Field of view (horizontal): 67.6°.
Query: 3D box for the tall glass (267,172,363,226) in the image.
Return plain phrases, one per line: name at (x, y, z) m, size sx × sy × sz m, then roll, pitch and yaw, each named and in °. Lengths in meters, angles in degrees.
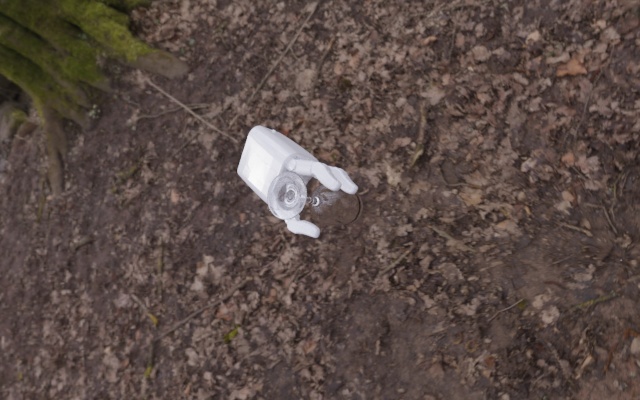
tall glass at (0.000, 0.003, 0.813) m, size 0.079 × 0.079 × 0.201 m, roll 0°, pitch -6°, yaw 32°
